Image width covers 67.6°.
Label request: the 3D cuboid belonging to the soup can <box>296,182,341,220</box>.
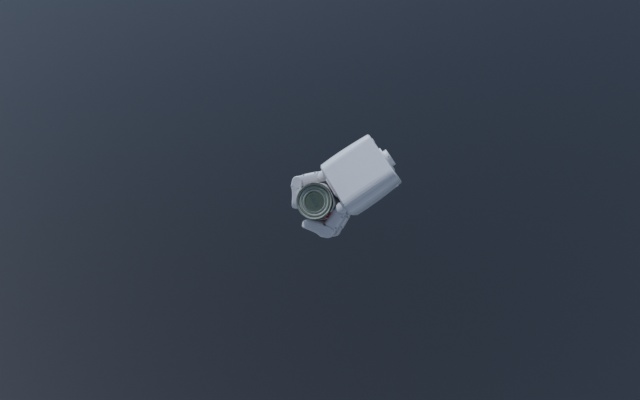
[{"bbox_3d":[0.000,0.003,0.877,0.068,0.068,0.102,0,-1,13],"label":"soup can"}]
